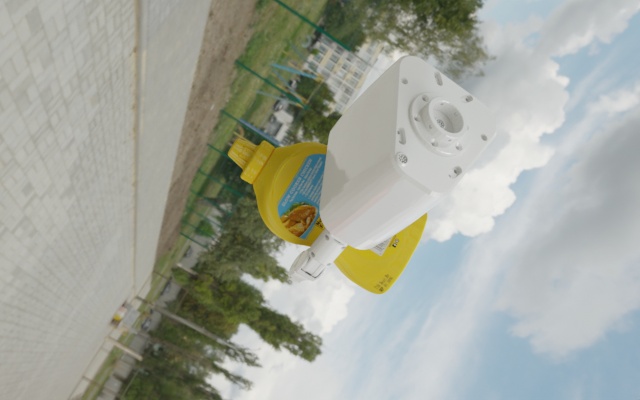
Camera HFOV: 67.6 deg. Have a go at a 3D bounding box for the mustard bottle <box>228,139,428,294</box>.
[{"bbox_3d":[0.000,0.002,0.447,0.191,0.096,0.058,32,-8,-9],"label":"mustard bottle"}]
